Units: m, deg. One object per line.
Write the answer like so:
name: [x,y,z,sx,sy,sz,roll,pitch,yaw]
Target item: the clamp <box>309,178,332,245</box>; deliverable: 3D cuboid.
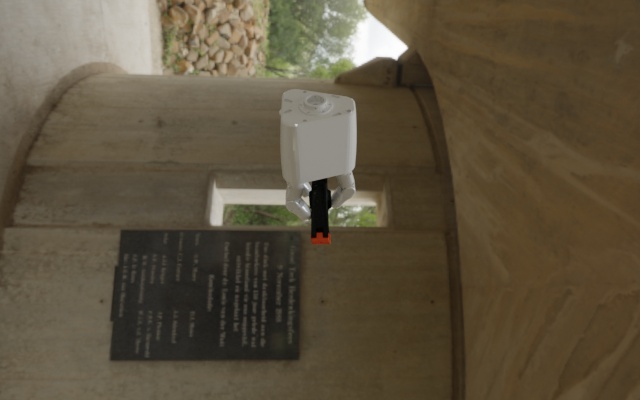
clamp: [0.001,0.003,0.784,0.036,0.209,0.165,-2,-45,1]
